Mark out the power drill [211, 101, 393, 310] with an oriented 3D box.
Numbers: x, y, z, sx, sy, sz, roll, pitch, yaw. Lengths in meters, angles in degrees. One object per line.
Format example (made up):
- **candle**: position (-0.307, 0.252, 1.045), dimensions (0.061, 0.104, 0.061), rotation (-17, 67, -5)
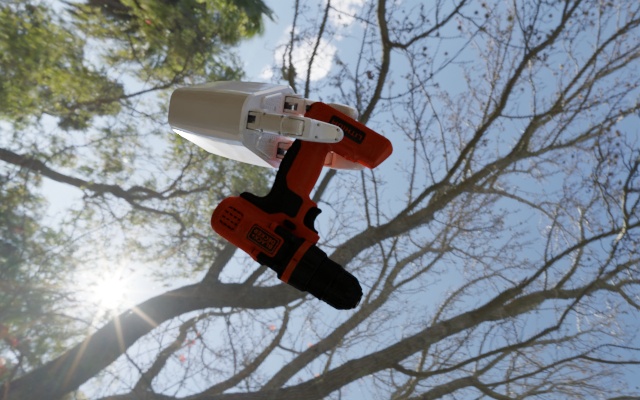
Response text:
- **power drill**: position (0.000, 0.001, 0.519), dimensions (0.184, 0.187, 0.057), rotation (32, -9, 7)
